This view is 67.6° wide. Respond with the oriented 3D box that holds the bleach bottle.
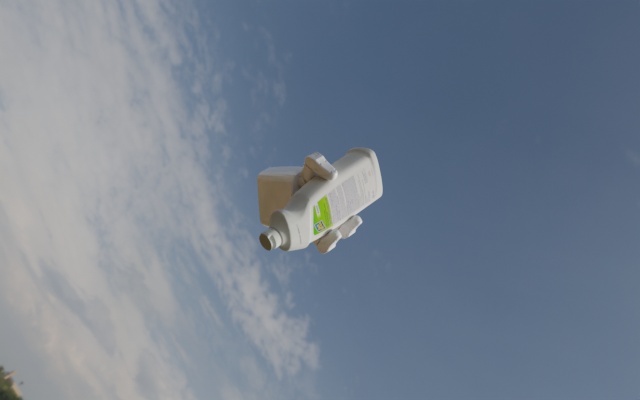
[{"bbox_3d":[0.000,0.003,0.784,0.068,0.103,0.250,8,30,45],"label":"bleach bottle"}]
